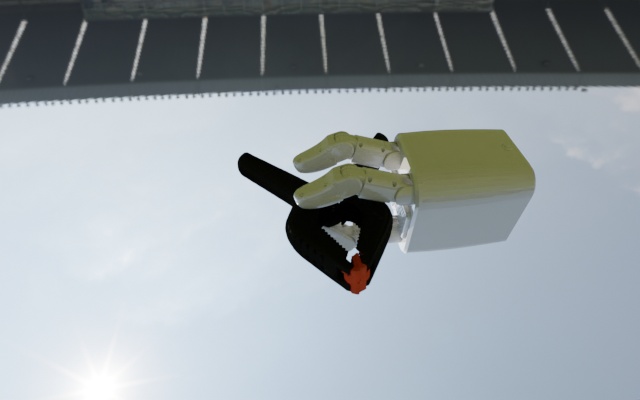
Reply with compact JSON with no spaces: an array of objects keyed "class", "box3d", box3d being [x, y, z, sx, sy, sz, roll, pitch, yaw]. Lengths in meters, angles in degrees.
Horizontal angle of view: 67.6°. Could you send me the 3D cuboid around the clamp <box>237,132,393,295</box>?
[{"class":"clamp","box3d":[0.000,0.002,0.447,0.164,0.036,0.209,-6,38,-1]}]
